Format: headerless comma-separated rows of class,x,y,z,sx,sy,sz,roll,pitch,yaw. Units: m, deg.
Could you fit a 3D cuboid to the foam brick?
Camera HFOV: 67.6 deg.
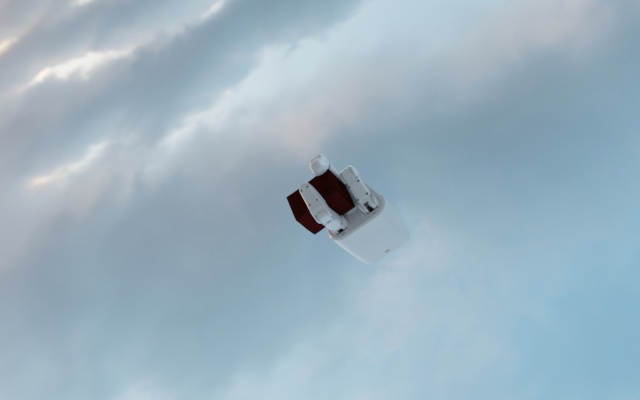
foam brick,0.000,0.002,0.703,0.078,0.053,0.051,-35,-44,13
